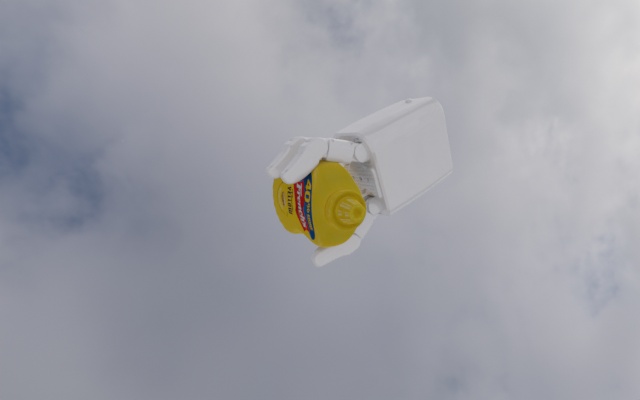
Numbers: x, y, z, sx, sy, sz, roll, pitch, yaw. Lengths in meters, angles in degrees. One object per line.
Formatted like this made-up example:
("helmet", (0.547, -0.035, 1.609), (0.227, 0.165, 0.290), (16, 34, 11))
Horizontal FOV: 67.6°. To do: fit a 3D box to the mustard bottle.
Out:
("mustard bottle", (0.000, 0.002, 0.539), (0.058, 0.096, 0.191), (-5, 8, -22))
